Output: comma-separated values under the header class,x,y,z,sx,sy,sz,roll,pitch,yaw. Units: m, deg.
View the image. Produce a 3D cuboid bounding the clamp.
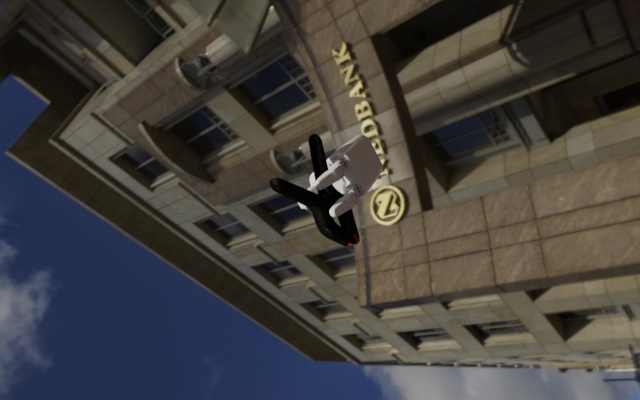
class,x,y,z,sx,sy,sz,roll,pitch,yaw
clamp,0.000,0.003,0.843,0.036,0.210,0.164,-18,18,40
